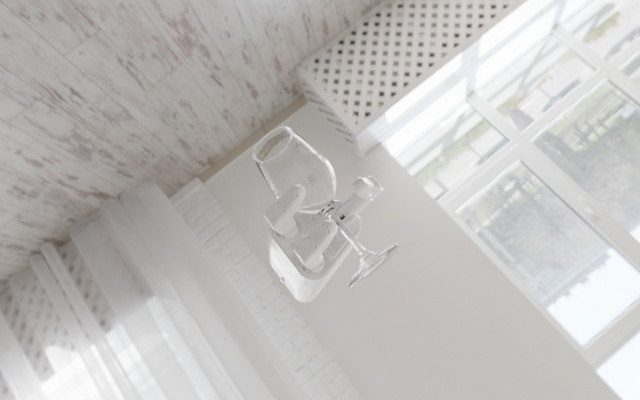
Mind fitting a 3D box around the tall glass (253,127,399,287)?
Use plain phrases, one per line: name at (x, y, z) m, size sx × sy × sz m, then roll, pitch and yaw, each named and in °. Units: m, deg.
tall glass at (0.001, 0.002, 0.568) m, size 0.079 × 0.201 × 0.079 m, roll -35°, pitch -19°, yaw -14°
